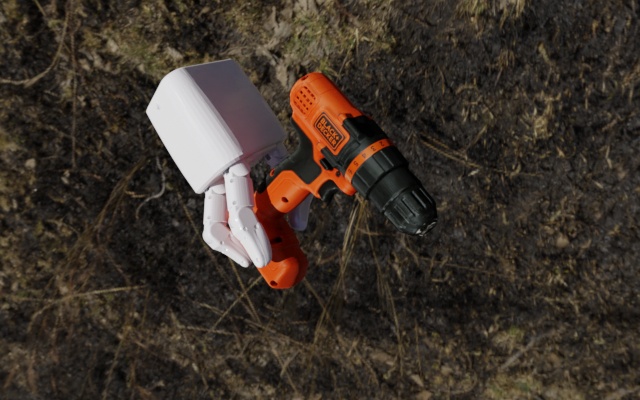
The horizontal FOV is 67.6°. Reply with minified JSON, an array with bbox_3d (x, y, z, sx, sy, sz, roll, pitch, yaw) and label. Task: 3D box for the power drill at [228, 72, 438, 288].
[{"bbox_3d":[0.000,0.002,0.460,0.057,0.184,0.188,-5,-38,-53],"label":"power drill"}]
